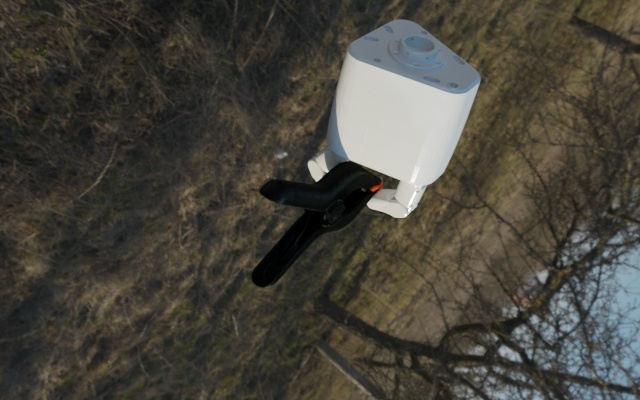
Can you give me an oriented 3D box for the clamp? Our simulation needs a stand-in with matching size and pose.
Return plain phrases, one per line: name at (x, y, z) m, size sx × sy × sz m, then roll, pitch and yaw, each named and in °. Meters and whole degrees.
clamp at (0.001, 0.002, 0.459) m, size 0.039 × 0.120 × 0.171 m, roll 37°, pitch 54°, yaw 21°
